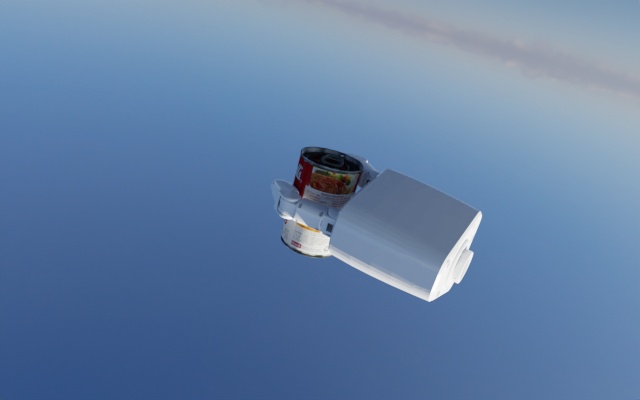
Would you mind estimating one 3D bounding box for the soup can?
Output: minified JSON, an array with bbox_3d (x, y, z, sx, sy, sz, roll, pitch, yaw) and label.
[{"bbox_3d":[0.000,0.002,0.514,0.068,0.102,0.068,13,22,-5],"label":"soup can"}]
